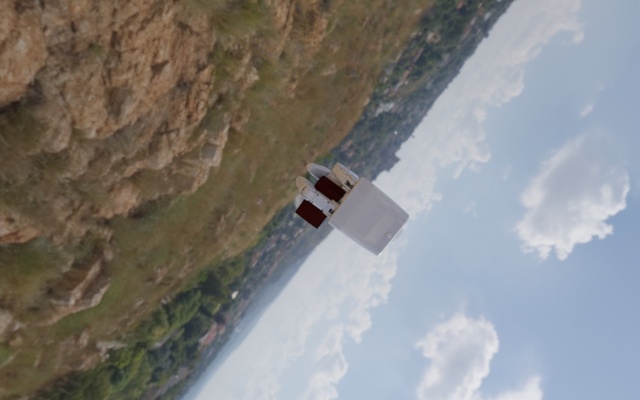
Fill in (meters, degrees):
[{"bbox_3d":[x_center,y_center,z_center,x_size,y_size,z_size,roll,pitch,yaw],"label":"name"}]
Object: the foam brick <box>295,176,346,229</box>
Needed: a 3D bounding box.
[{"bbox_3d":[0.000,0.003,0.849,0.051,0.078,0.053,37,13,1],"label":"foam brick"}]
